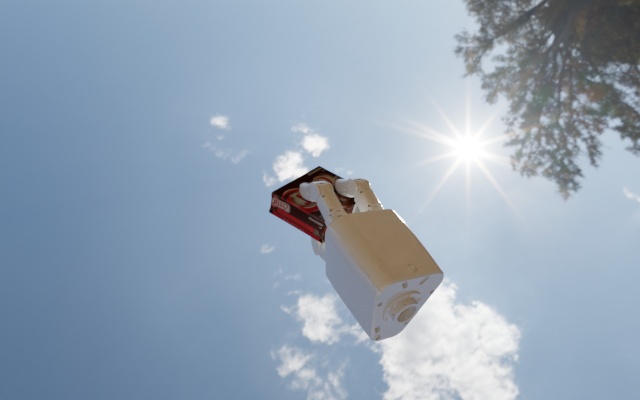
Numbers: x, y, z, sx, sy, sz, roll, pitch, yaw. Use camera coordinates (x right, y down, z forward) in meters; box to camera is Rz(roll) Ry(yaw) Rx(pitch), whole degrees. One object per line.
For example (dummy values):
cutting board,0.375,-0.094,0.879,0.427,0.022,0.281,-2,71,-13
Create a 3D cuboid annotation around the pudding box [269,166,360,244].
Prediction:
pudding box,0.000,0.002,0.642,0.090,0.039,0.113,29,34,22
